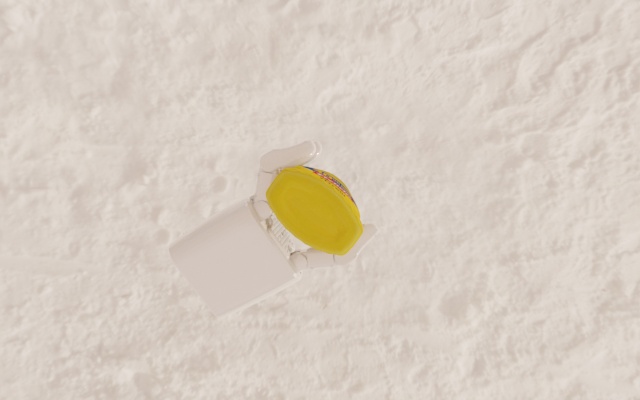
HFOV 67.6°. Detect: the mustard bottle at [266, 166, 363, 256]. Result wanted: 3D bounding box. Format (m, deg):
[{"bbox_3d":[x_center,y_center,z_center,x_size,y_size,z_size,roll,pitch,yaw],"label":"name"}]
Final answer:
[{"bbox_3d":[0.000,0.002,0.524,0.096,0.058,0.191,36,7,-1],"label":"mustard bottle"}]
